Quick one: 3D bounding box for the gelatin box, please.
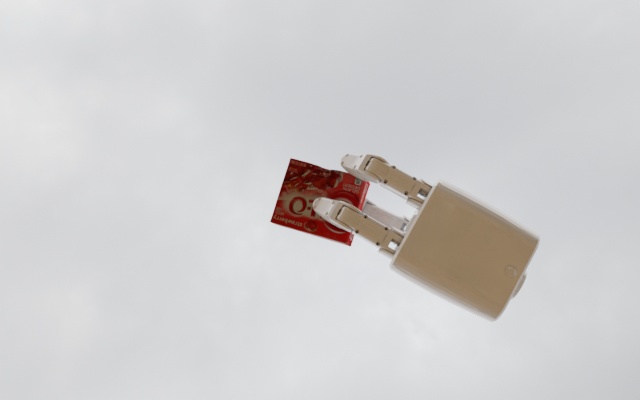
[{"bbox_3d":[0.000,0.002,0.508,0.089,0.073,0.030,16,-6,15],"label":"gelatin box"}]
